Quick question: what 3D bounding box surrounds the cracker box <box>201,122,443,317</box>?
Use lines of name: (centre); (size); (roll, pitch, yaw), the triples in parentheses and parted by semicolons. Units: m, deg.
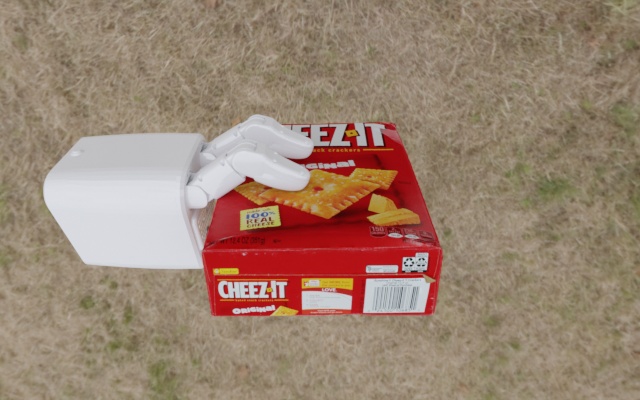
cracker box: (0.000, 0.002, 0.416); (0.164, 0.072, 0.213); (0, 33, -1)
